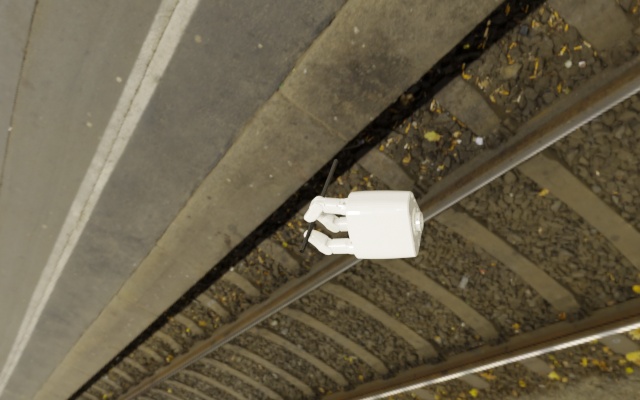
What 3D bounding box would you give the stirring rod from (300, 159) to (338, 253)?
[{"bbox_3d":[0.000,0.003,0.888,0.011,0.011,0.239,0,44,22],"label":"stirring rod"}]
